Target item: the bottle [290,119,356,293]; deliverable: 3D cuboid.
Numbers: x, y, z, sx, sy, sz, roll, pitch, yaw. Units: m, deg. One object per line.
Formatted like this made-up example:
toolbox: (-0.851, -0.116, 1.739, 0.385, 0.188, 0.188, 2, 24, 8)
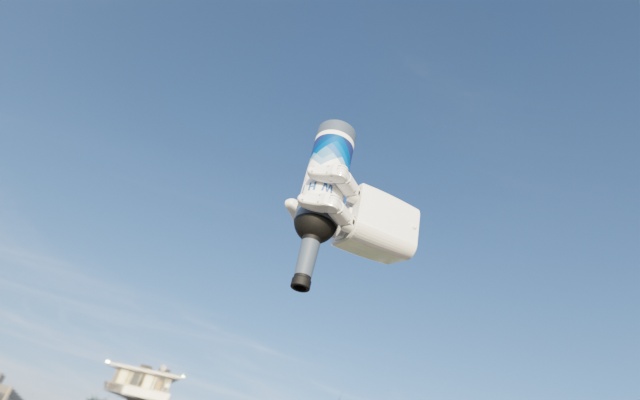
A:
bottle: (0.000, 0.002, 0.735, 0.069, 0.295, 0.069, 9, -35, 6)
